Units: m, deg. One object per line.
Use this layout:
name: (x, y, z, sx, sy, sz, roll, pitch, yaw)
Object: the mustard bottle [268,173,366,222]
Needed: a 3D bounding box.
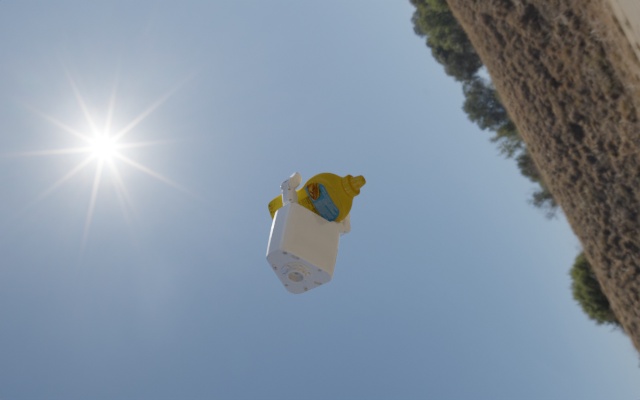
mustard bottle: (0.000, 0.003, 0.878, 0.192, 0.096, 0.058, -28, 7, 29)
